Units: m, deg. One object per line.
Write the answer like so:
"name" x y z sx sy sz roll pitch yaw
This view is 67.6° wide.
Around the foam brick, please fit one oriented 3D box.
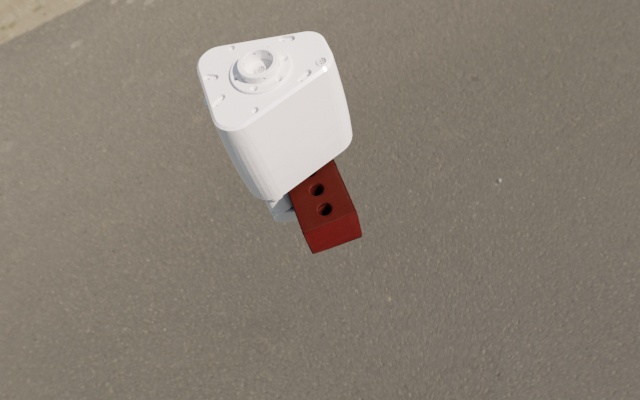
"foam brick" 0.000 0.002 0.457 0.053 0.078 0.051 -22 -29 -2
